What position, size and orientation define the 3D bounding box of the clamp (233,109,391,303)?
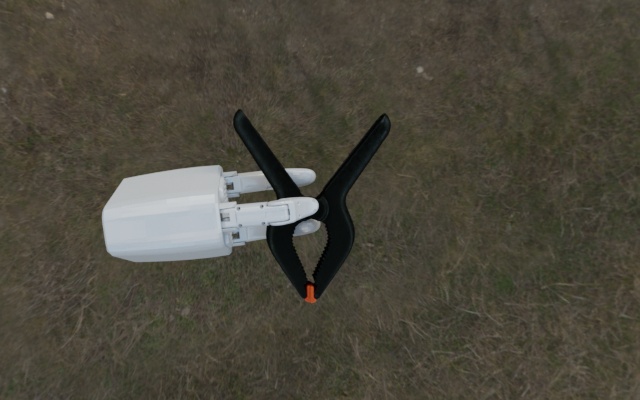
[{"bbox_3d":[0.000,0.002,0.509,0.164,0.210,0.036,-6,6,-4],"label":"clamp"}]
